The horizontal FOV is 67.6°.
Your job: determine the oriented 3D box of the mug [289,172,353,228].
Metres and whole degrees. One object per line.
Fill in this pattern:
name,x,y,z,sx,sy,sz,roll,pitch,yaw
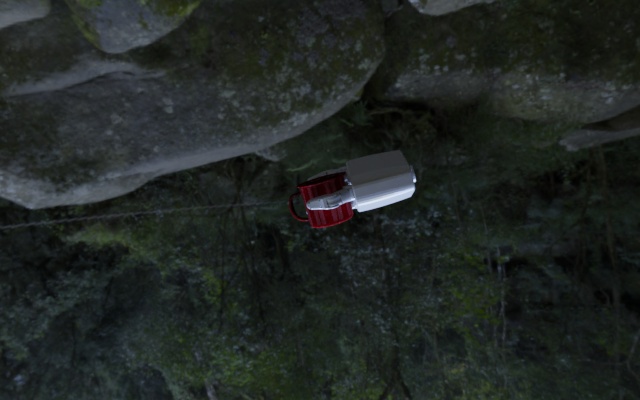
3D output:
mug,-0.001,0.003,0.869,0.117,0.081,0.093,-15,8,5
